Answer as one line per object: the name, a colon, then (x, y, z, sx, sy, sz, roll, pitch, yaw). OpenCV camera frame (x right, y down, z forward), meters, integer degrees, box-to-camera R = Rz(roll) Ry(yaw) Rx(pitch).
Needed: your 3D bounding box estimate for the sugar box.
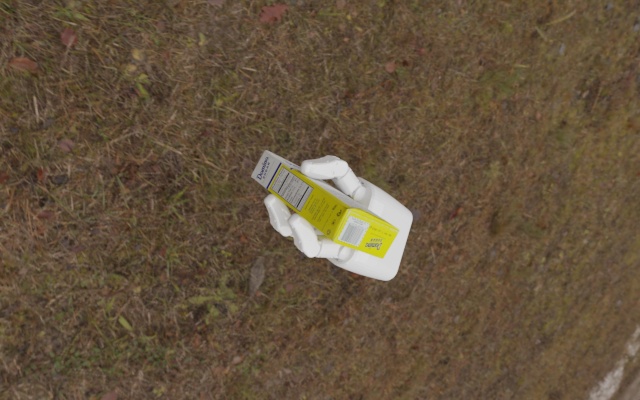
sugar box: (0.000, 0.002, 0.568, 0.093, 0.048, 0.176, 24, 6, -44)
